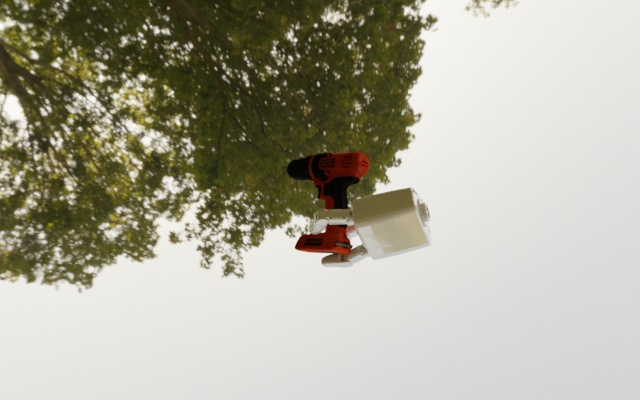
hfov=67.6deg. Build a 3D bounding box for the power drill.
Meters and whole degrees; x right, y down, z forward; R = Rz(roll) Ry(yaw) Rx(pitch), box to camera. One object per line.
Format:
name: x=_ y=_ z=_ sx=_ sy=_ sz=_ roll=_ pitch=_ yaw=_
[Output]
power drill: x=0.000 y=0.003 z=0.887 sx=0.184 sy=0.187 sz=0.057 roll=-2 pitch=-12 yaw=42
